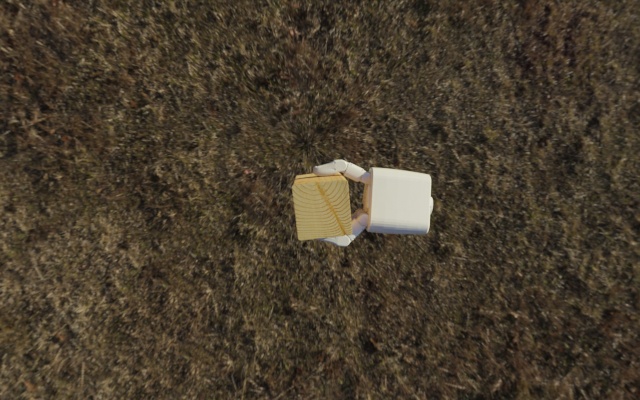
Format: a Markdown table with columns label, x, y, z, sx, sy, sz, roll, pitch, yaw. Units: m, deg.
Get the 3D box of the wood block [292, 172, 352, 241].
| label | x | y | z | sx | sy | sz | roll | pitch | yaw |
| --- | --- | --- | --- | --- | --- | --- | --- | --- | --- |
| wood block | 0.001 | 0.002 | 0.849 | 0.090 | 0.091 | 0.206 | -6 | 7 | -1 |
